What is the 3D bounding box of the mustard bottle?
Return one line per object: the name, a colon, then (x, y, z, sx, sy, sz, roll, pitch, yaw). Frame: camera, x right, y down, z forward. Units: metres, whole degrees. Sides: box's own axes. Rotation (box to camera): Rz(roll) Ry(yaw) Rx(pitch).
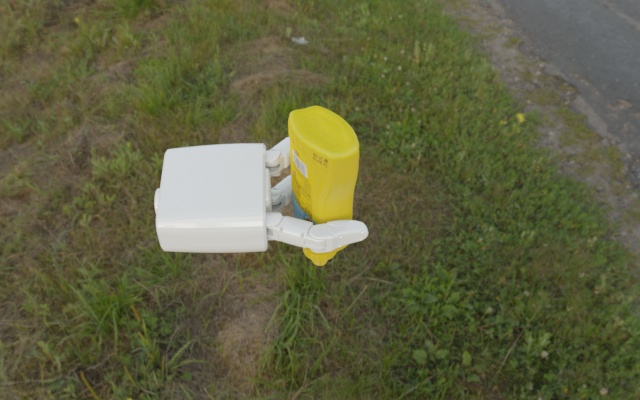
mustard bottle: (0.000, 0.001, 0.522, 0.058, 0.192, 0.096, -18, 44, -22)
